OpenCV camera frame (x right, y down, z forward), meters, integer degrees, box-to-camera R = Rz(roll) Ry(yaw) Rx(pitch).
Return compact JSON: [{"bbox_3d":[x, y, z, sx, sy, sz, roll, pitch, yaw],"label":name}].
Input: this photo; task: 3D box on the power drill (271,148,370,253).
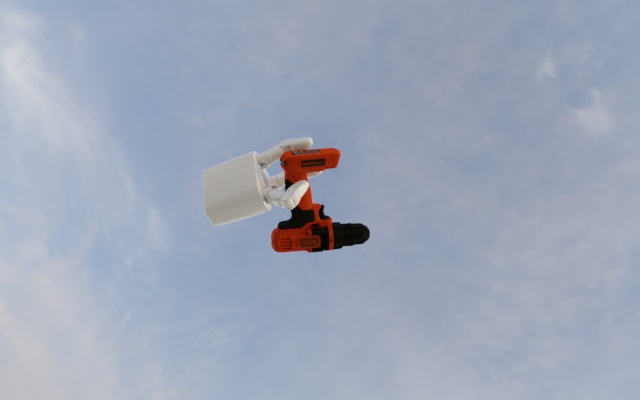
[{"bbox_3d":[0.000,0.002,0.857,0.184,0.188,0.057,-5,16,-11],"label":"power drill"}]
